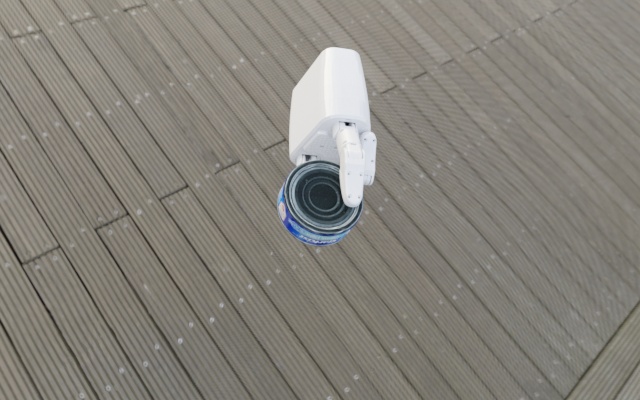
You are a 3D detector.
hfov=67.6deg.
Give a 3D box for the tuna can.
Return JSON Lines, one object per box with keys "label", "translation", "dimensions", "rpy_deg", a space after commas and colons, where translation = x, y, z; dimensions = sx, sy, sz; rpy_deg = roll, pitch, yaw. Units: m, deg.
{"label": "tuna can", "translation": [0.000, 0.001, 0.491], "dimensions": [0.086, 0.086, 0.034], "rpy_deg": [0, -24, -17]}
